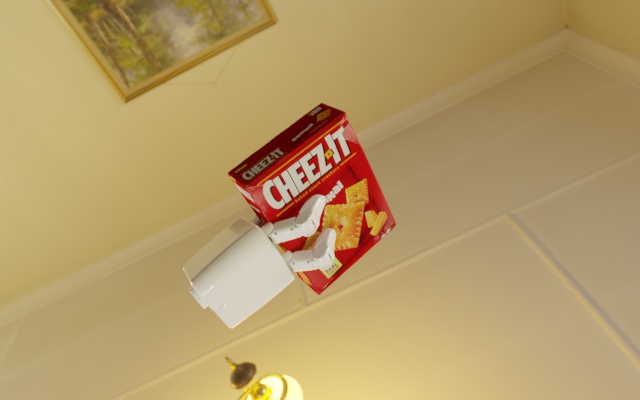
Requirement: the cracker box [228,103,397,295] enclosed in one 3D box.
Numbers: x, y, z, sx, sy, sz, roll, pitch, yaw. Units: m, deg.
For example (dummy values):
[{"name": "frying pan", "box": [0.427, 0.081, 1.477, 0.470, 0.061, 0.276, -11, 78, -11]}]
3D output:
[{"name": "cracker box", "box": [0.000, 0.002, 0.666, 0.164, 0.214, 0.072, -39, 36, -14]}]
